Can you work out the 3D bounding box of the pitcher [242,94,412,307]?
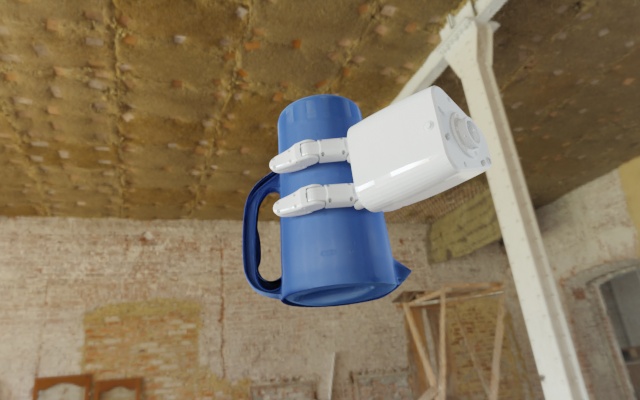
[{"bbox_3d":[0.000,0.002,0.571,0.145,0.242,0.149,-25,-28,38],"label":"pitcher"}]
